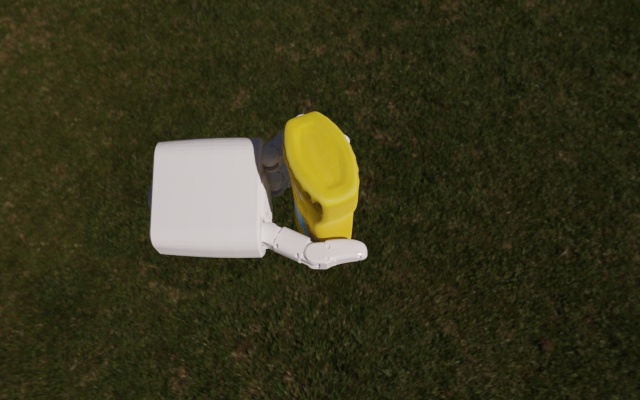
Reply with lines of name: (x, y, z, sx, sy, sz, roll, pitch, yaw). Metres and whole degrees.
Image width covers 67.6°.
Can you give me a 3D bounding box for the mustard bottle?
mustard bottle: (0.000, 0.001, 0.490, 0.058, 0.096, 0.192, -22, -24, -10)
